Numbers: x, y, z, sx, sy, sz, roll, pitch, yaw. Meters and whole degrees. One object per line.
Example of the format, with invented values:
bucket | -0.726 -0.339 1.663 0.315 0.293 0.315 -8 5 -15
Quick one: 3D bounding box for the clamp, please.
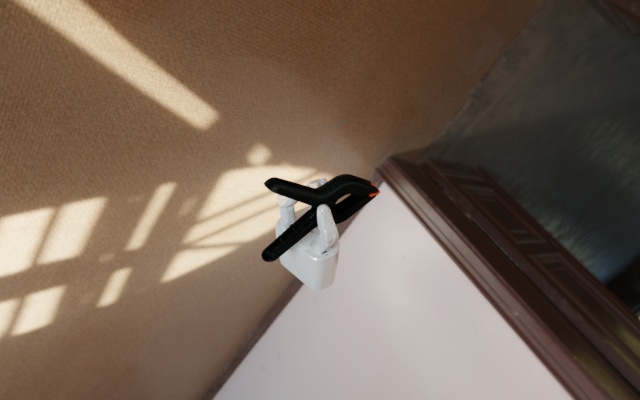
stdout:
clamp | 0.001 0.003 0.731 0.210 0.165 0.036 -23 52 -21
